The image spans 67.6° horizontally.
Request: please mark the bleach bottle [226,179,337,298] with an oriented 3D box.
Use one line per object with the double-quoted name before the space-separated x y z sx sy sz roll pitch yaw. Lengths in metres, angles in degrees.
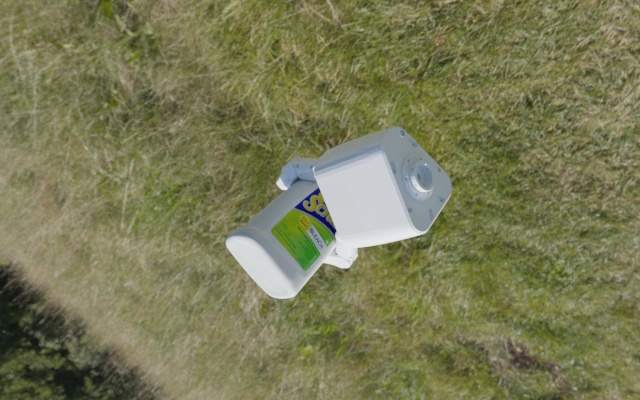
"bleach bottle" 0.000 0.002 0.605 0.068 0.102 0.250 -17 25 50
